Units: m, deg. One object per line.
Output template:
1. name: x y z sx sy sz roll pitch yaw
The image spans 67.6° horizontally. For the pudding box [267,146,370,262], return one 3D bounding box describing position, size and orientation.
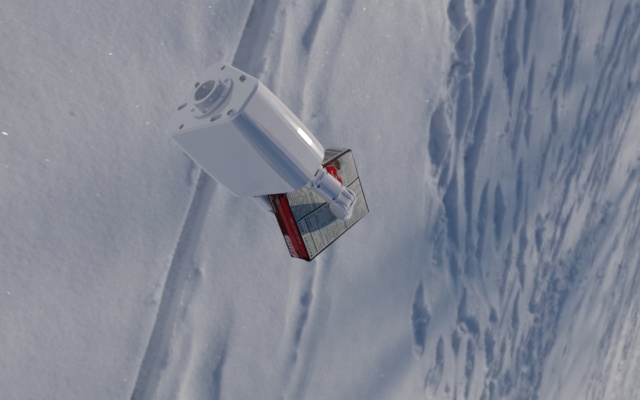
1. pudding box: 0.000 0.002 0.546 0.113 0.090 0.039 -35 30 -33
